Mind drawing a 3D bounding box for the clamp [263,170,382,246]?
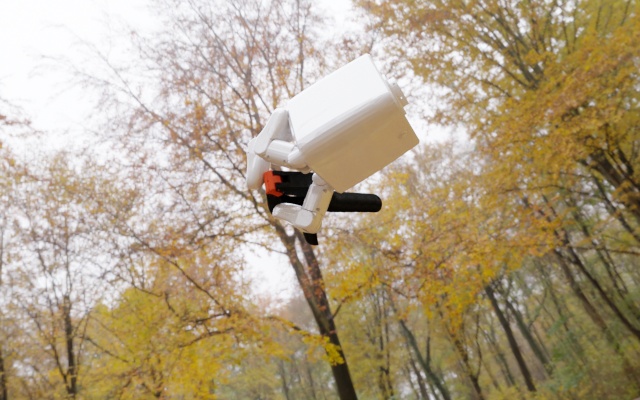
[{"bbox_3d":[0.000,0.001,0.588,0.120,0.039,0.171,-31,-32,13],"label":"clamp"}]
